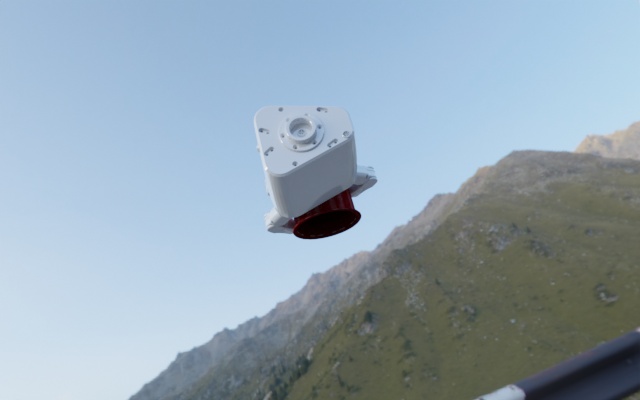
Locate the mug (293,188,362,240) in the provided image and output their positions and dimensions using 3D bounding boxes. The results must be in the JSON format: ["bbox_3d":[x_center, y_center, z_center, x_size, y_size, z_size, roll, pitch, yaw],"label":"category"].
[{"bbox_3d":[0.000,0.003,0.655,0.093,0.081,0.117,-13,-24,-4],"label":"mug"}]
